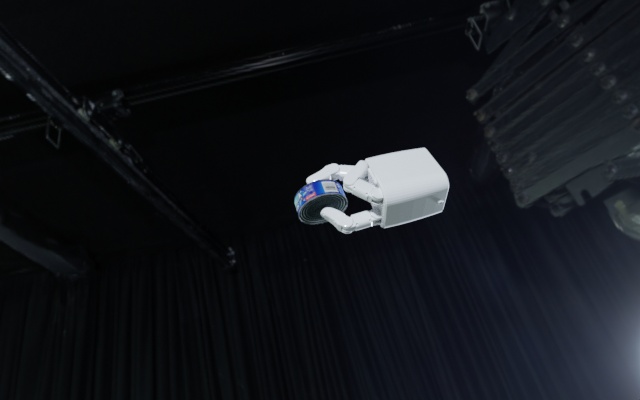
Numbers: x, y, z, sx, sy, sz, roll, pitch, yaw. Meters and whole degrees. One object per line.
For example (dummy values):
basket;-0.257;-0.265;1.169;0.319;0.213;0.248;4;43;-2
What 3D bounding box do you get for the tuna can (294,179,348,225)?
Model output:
tuna can;0.000;0.002;0.800;0.086;0.033;0.086;-14;-33;-9
